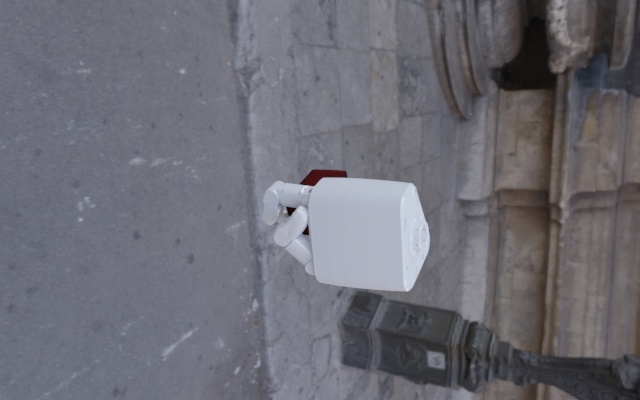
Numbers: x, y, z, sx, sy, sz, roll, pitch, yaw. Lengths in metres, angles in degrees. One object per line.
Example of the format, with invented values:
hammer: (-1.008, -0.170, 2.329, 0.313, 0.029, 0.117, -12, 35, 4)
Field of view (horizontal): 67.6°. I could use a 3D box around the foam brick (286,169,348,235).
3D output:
foam brick: (0.000, 0.002, 0.593, 0.051, 0.053, 0.078, 2, 33, 29)
